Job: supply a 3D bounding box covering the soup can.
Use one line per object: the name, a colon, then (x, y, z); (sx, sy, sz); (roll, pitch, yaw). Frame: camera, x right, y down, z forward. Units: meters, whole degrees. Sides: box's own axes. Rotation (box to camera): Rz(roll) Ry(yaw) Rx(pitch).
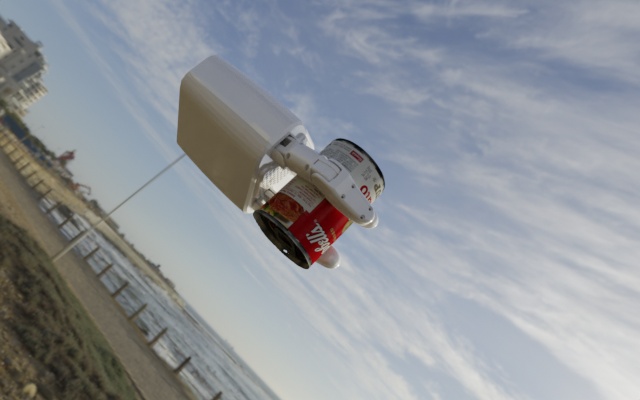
soup can: (0.001, 0.001, 0.424); (0.102, 0.068, 0.068); (-44, 17, -19)
